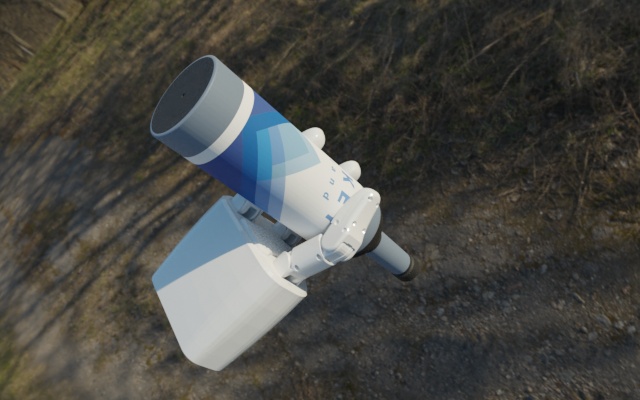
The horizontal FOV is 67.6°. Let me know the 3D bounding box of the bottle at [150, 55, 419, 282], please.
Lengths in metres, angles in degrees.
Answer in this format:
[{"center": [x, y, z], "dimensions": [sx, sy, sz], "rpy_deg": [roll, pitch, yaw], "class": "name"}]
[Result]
[{"center": [0.000, 0.001, 0.405], "dimensions": [0.069, 0.069, 0.296], "rpy_deg": [0, -29, 45], "class": "bottle"}]
